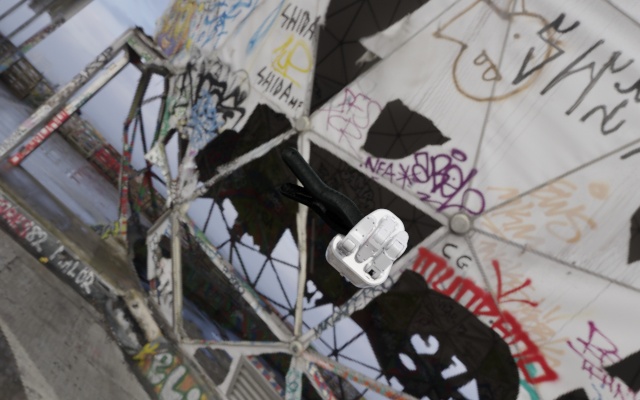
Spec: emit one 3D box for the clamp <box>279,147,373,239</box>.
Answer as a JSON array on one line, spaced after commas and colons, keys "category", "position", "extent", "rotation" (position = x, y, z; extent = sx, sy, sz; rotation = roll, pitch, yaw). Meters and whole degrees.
[{"category": "clamp", "position": [0.001, 0.002, 0.717], "extent": [0.039, 0.171, 0.120], "rotation": [-44, -6, -19]}]
